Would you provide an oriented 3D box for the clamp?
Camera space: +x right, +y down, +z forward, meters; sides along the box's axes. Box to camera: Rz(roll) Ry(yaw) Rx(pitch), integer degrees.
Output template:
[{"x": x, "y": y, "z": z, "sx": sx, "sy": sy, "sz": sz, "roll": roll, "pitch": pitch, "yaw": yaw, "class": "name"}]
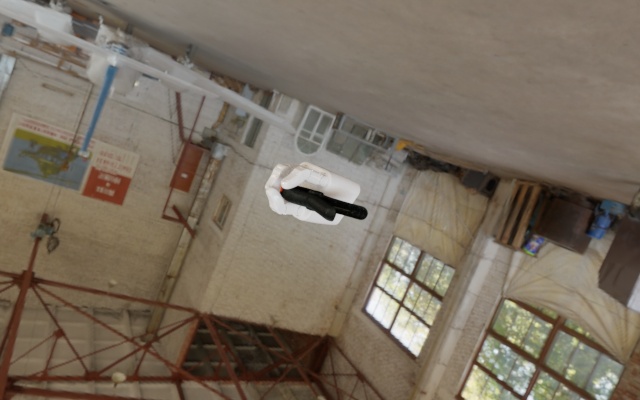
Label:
[{"x": 0.000, "y": 0.003, "z": 0.870, "sx": 0.171, "sy": 0.039, "sz": 0.120, "roll": 27, "pitch": 9, "yaw": 41, "class": "clamp"}]
